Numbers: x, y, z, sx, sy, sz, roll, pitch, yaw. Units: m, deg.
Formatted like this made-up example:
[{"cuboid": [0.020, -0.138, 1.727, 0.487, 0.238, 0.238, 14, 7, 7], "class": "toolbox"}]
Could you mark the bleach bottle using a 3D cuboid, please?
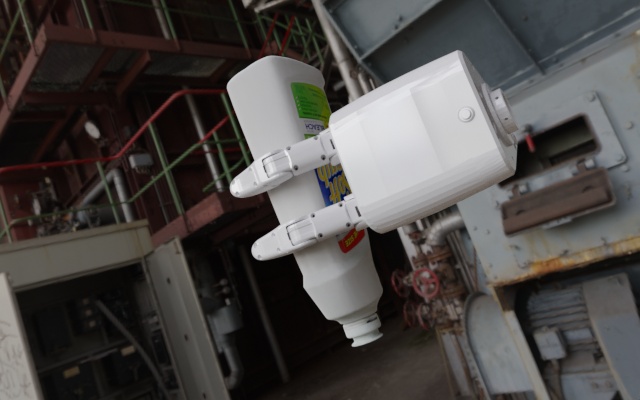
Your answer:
[{"cuboid": [0.000, 0.001, 0.427, 0.068, 0.251, 0.102, -25, -9, 28], "class": "bleach bottle"}]
